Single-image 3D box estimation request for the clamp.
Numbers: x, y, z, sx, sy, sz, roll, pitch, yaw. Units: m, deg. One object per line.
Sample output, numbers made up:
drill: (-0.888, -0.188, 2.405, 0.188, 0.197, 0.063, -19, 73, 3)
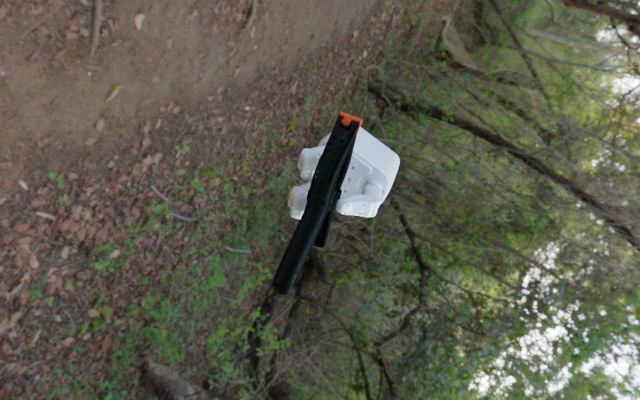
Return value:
clamp: (0.001, 0.002, 0.563, 0.036, 0.210, 0.164, 21, 27, 8)
